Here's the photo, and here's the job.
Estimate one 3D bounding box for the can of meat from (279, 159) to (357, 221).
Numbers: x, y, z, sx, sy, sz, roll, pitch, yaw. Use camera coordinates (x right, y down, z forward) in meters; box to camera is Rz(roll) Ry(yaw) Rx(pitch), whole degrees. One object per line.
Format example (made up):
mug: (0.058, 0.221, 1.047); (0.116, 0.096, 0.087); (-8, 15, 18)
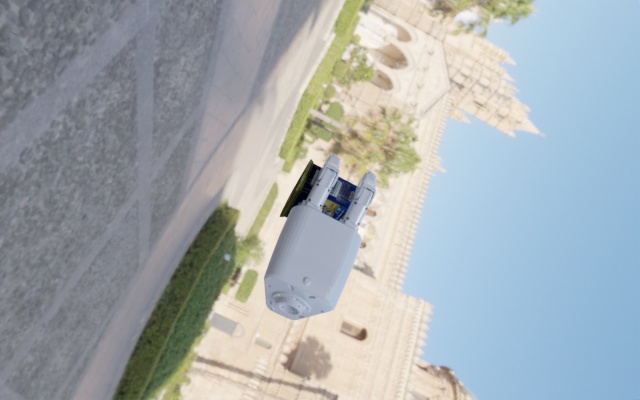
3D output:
can of meat: (0.000, 0.002, 0.672); (0.084, 0.057, 0.102); (27, -39, -6)
